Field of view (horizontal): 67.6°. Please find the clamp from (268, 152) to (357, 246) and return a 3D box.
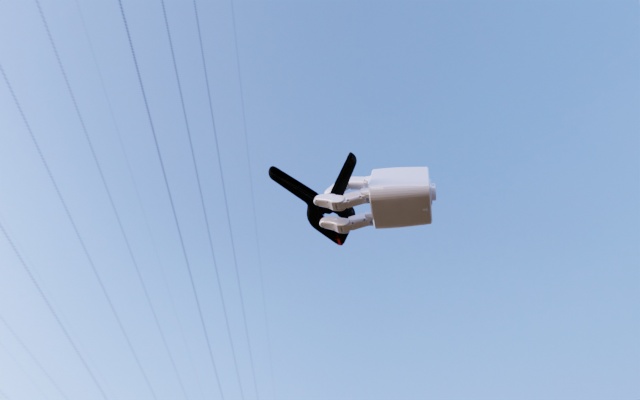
[{"bbox_3d":[0.001,0.003,0.900,0.164,0.210,0.036,-2,40,15],"label":"clamp"}]
